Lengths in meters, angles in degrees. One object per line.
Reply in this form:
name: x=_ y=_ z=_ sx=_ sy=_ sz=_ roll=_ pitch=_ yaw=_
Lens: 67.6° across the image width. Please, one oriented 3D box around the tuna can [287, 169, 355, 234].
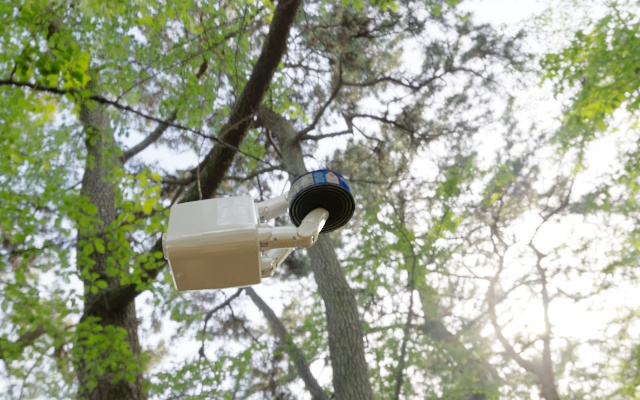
tuna can: x=0.000 y=0.002 z=0.621 sx=0.086 sy=0.086 sz=0.033 roll=0 pitch=41 yaw=-11
